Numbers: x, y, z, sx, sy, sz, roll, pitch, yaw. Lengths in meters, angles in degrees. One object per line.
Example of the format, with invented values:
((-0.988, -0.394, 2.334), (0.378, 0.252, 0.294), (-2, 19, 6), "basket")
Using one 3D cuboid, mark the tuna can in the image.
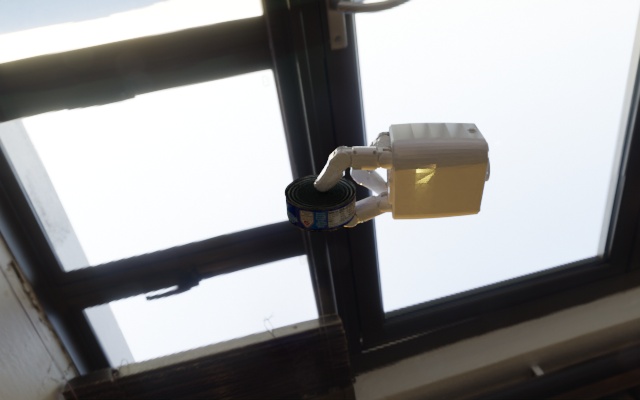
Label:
((0.000, 0.002, 0.575), (0.086, 0.034, 0.086), (-2, 30, 1), "tuna can")
